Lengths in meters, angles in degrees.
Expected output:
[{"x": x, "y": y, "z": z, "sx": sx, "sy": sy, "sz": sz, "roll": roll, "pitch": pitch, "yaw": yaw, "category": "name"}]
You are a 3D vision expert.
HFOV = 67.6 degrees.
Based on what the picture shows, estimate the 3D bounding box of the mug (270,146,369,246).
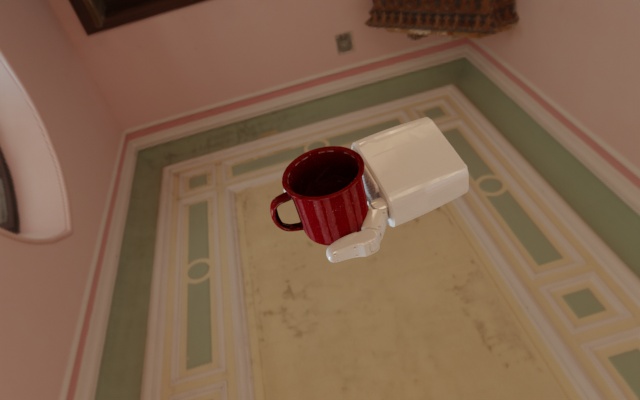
[{"x": -0.001, "y": 0.003, "z": 0.548, "sx": 0.117, "sy": 0.082, "sz": 0.093, "roll": -22, "pitch": 40, "yaw": -7, "category": "mug"}]
